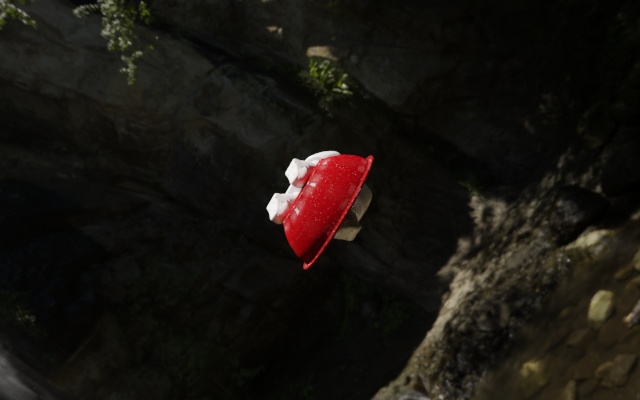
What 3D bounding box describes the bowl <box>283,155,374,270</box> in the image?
[{"bbox_3d":[0.000,0.002,0.585,0.055,0.162,0.162,31,-3,-4],"label":"bowl"}]
